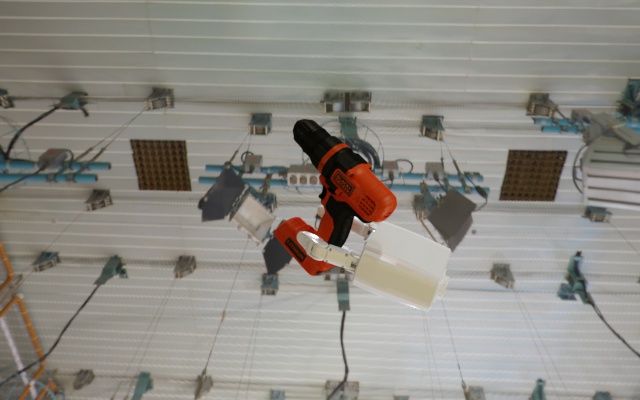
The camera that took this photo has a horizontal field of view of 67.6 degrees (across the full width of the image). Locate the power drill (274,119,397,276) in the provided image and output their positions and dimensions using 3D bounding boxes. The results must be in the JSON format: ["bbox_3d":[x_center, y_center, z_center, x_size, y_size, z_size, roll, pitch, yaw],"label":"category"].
[{"bbox_3d":[0.000,0.003,0.676,0.057,0.188,0.184,-21,59,-44],"label":"power drill"}]
